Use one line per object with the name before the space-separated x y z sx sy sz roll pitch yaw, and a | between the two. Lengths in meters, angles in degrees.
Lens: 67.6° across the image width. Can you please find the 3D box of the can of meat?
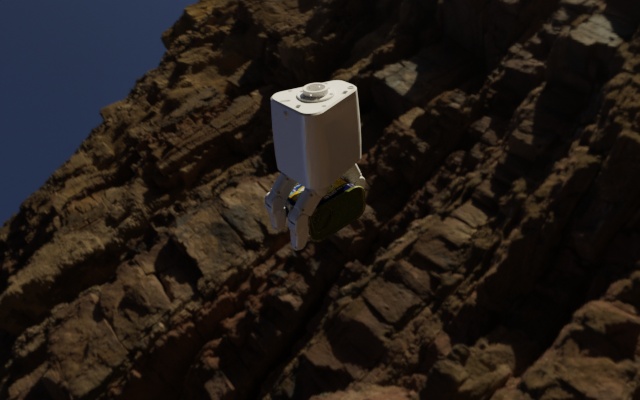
can of meat | 0.000 0.002 0.694 0.102 0.057 0.084 -30 42 -26
